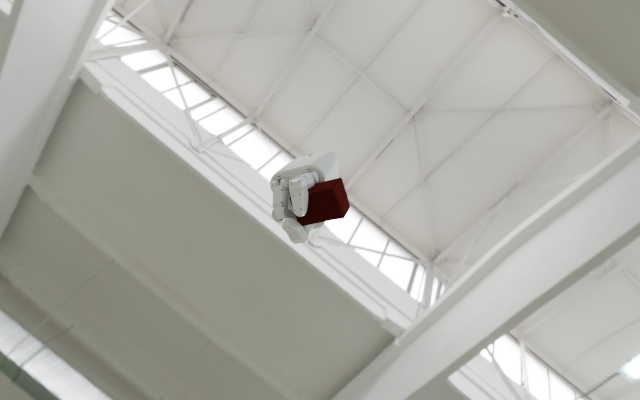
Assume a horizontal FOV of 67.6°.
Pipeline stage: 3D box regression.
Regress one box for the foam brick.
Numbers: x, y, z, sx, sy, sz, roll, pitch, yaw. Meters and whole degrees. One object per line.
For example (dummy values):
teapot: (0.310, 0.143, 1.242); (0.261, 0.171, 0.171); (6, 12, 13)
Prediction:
foam brick: (0.000, 0.003, 0.749); (0.078, 0.053, 0.051); (-12, 16, 22)
